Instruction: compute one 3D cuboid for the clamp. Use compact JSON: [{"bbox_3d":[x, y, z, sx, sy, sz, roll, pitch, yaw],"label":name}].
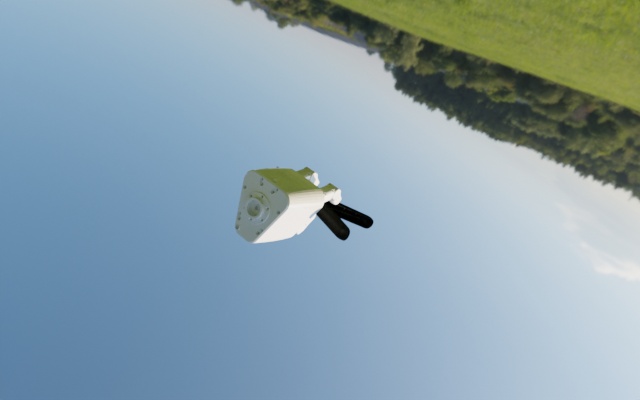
[{"bbox_3d":[-0.001,0.003,0.892,0.210,0.036,0.164,35,15,22],"label":"clamp"}]
